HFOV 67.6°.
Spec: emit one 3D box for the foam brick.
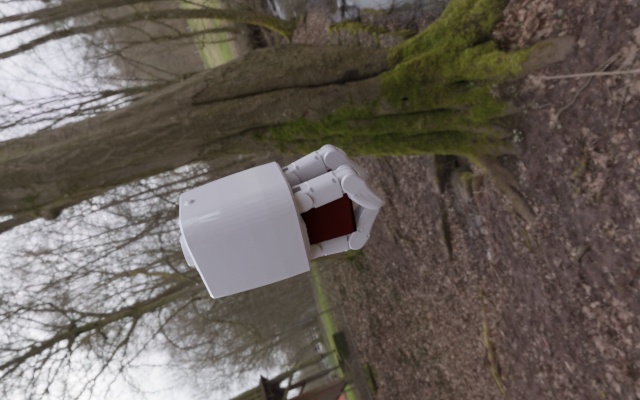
[{"bbox_3d":[0.000,0.002,0.511,0.051,0.053,0.078,-16,26,-8],"label":"foam brick"}]
